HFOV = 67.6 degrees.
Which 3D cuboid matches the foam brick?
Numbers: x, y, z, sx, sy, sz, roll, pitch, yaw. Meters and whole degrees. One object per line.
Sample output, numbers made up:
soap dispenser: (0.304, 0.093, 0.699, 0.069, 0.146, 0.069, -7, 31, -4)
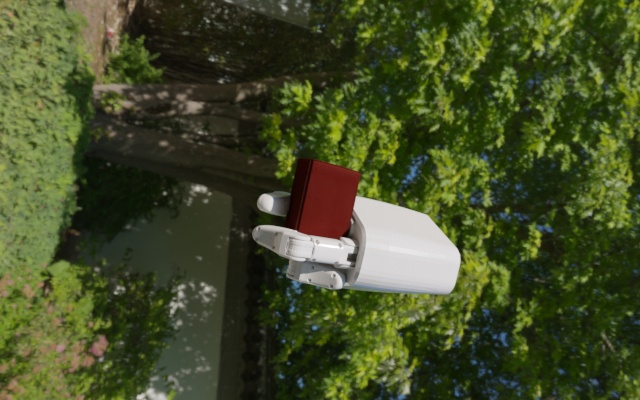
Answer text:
foam brick: (0.000, 0.001, 0.463, 0.051, 0.078, 0.053, 11, 5, -16)
